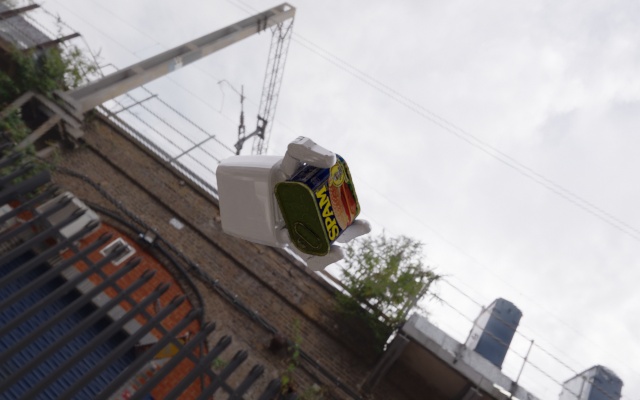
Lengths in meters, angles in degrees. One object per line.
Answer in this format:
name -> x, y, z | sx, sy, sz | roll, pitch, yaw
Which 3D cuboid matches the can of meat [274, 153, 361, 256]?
can of meat -> 0.000, 0.002, 0.583 | 0.057, 0.102, 0.084 | 5, 34, 37
